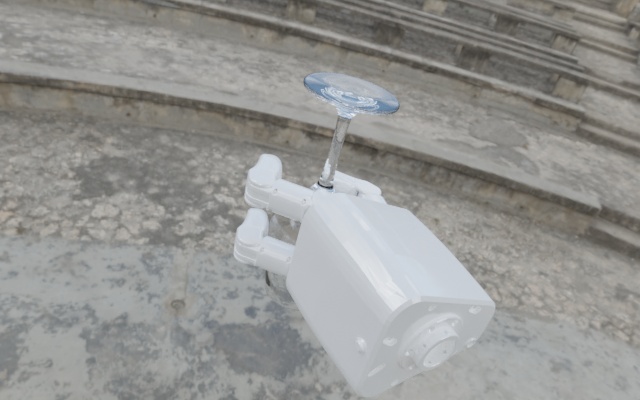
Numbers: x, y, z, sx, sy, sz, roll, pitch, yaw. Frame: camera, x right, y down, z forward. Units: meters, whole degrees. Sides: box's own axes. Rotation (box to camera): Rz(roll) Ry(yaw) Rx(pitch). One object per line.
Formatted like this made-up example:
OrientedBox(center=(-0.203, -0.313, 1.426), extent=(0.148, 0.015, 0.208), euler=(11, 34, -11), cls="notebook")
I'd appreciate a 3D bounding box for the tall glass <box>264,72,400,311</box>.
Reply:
OrientedBox(center=(0.000, 0.001, 0.406), extent=(0.079, 0.201, 0.079), euler=(12, 31, -7), cls="tall glass")
